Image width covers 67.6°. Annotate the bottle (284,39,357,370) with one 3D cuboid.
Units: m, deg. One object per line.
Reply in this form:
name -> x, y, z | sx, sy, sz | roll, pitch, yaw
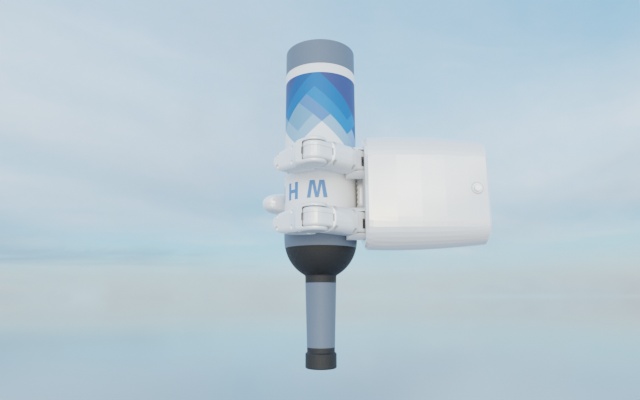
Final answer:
bottle -> 0.000, 0.001, 0.444 | 0.069, 0.295, 0.069 | 0, -11, 0
